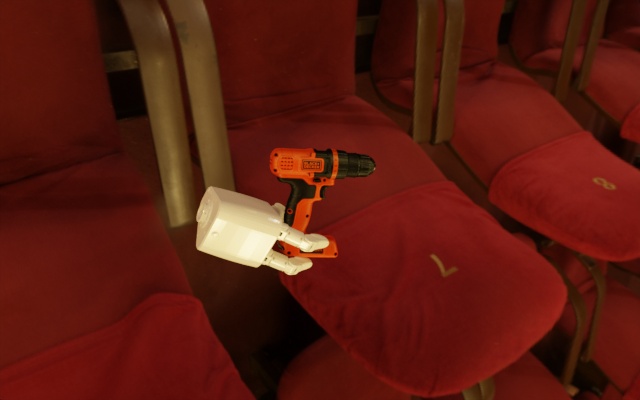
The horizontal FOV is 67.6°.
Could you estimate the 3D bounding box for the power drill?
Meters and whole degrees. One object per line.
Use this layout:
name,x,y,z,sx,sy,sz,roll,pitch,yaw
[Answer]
power drill,0.000,0.003,0.830,0.184,0.188,0.057,2,10,-12
